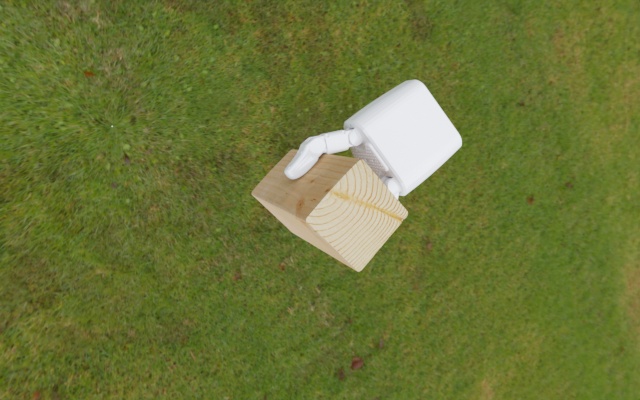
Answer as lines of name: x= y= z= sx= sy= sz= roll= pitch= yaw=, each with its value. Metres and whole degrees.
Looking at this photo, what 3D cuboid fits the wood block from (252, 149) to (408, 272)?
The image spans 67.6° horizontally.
wood block: x=0.000 y=0.001 z=0.594 sx=0.091 sy=0.090 sz=0.206 roll=46 pitch=-11 yaw=-22
